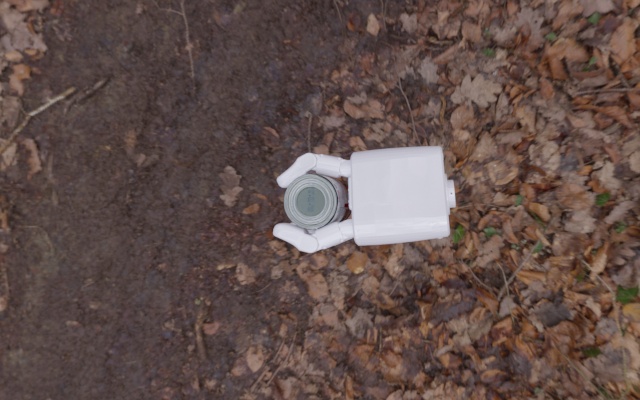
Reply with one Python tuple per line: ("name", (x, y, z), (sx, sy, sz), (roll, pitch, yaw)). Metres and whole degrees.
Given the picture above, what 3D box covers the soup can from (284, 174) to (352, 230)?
("soup can", (0.000, 0.002, 0.604), (0.068, 0.068, 0.102), (0, 0, 14))
